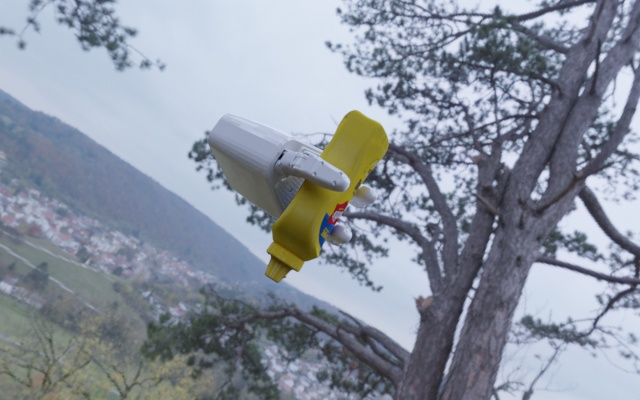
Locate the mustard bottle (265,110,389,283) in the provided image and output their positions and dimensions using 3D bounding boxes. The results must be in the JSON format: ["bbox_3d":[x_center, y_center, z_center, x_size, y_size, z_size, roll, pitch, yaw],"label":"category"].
[{"bbox_3d":[0.001,0.002,0.508,0.058,0.191,0.096,32,-9,9],"label":"mustard bottle"}]
